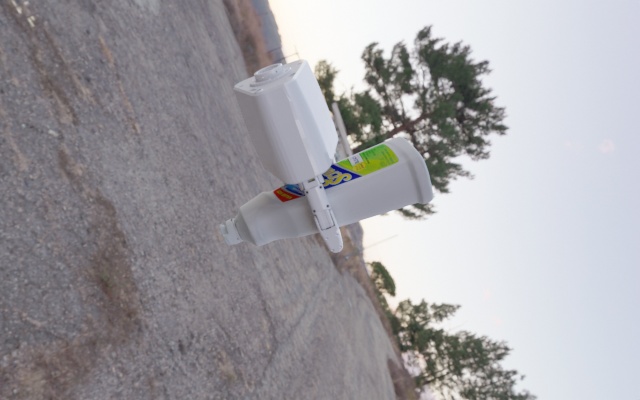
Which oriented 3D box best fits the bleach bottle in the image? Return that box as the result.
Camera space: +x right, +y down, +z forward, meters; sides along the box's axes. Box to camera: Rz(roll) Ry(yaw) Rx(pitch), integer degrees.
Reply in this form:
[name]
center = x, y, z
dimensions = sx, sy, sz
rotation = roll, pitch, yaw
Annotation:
[bleach bottle]
center = 0.000, 0.002, 0.581
dimensions = 0.251, 0.068, 0.102
rotation = -21, 28, 0
